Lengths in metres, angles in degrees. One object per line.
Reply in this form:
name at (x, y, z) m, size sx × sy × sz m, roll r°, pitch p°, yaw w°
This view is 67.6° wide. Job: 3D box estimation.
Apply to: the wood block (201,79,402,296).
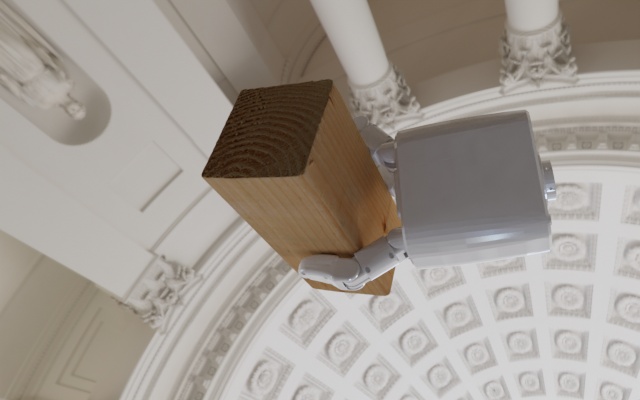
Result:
wood block at (0.000, 0.002, 0.429) m, size 0.090 × 0.090 × 0.206 m, roll 1°, pitch -32°, yaw 28°
